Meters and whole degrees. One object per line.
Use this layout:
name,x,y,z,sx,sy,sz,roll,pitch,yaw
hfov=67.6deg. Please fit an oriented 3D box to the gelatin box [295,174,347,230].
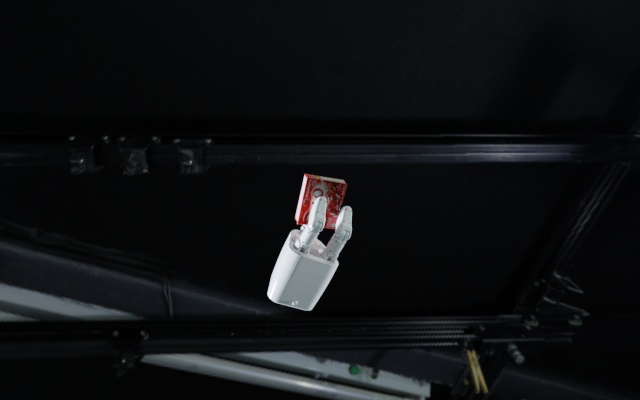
gelatin box,0.000,0.002,0.843,0.073,0.089,0.030,9,17,-14
